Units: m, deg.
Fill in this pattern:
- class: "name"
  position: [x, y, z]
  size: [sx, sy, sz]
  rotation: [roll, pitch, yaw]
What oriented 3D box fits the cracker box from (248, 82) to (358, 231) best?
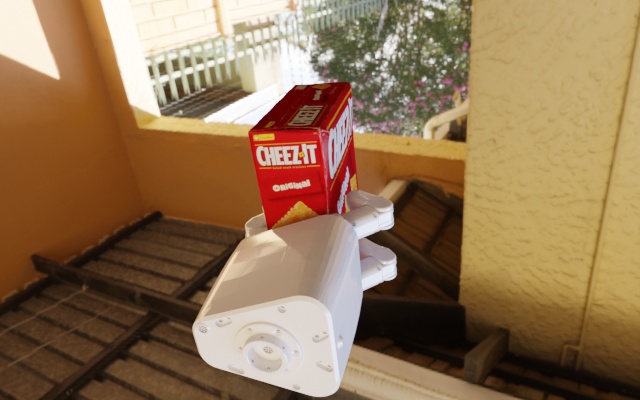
- class: "cracker box"
  position: [0.000, 0.002, 0.497]
  size: [0.072, 0.214, 0.164]
  rotation: [-1, 27, 13]
